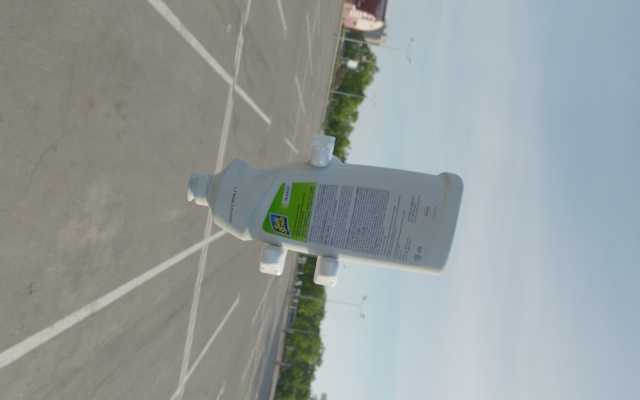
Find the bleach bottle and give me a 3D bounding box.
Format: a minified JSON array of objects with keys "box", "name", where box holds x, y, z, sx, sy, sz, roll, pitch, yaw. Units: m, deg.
[{"box":[0.000,0.002,0.461,0.251,0.102,0.068,11,5,0],"name":"bleach bottle"}]
